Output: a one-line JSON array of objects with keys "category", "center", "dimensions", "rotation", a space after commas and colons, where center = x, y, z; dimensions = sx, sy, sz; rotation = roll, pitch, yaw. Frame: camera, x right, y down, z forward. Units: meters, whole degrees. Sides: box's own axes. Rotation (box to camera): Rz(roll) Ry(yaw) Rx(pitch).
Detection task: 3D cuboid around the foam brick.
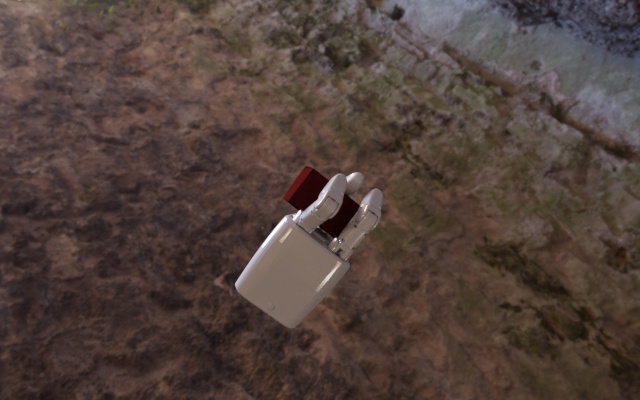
[{"category": "foam brick", "center": [0.000, 0.002, 0.588], "dimensions": [0.078, 0.051, 0.053], "rotation": [39, -2, -12]}]
